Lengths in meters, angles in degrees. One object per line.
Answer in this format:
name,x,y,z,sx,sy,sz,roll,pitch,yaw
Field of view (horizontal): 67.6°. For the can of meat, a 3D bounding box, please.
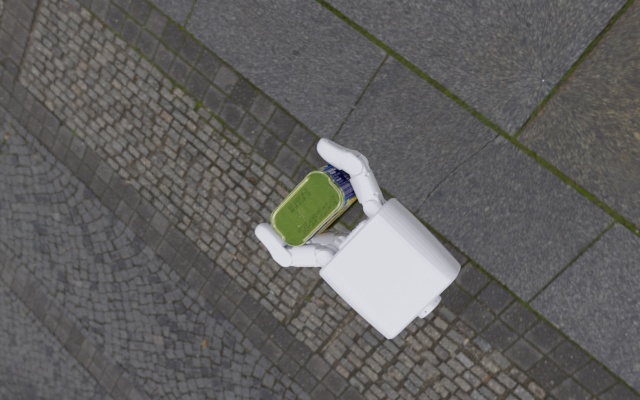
can of meat,0.000,0.002,0.554,0.102,0.057,0.084,-46,-7,27
